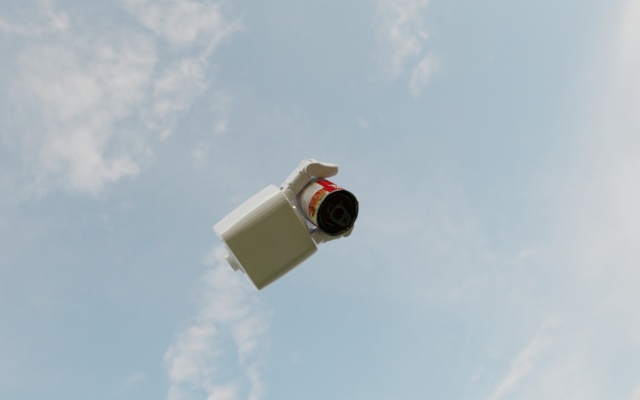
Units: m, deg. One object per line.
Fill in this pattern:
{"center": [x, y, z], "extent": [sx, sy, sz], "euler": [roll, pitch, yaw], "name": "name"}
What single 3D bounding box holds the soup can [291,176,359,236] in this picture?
{"center": [0.000, 0.002, 0.694], "extent": [0.068, 0.068, 0.102], "euler": [0, 18, -30], "name": "soup can"}
